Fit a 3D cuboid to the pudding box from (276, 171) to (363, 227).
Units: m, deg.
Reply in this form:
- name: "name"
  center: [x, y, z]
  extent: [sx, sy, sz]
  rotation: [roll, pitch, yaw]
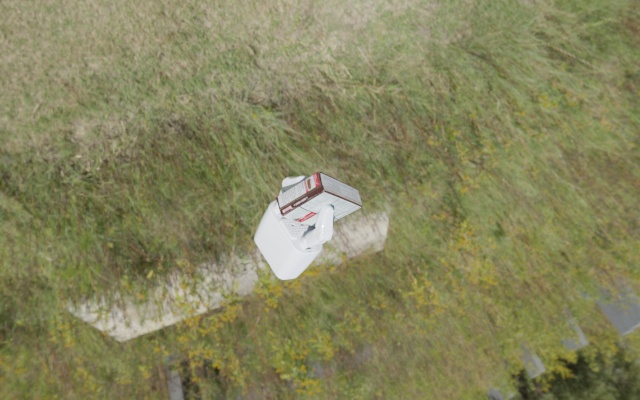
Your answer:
- name: "pudding box"
  center: [0.000, 0.003, 0.758]
  extent: [0.090, 0.039, 0.113]
  rotation: [-31, -28, 27]
